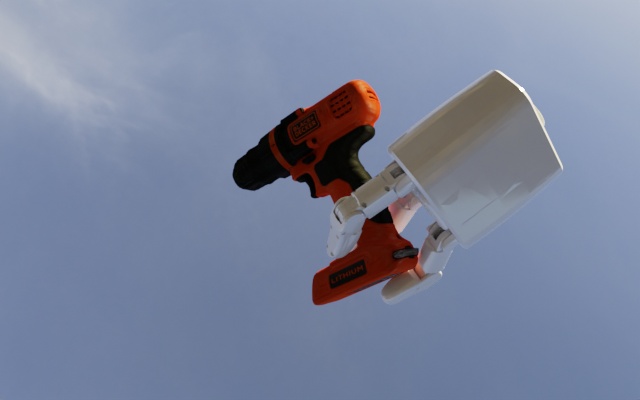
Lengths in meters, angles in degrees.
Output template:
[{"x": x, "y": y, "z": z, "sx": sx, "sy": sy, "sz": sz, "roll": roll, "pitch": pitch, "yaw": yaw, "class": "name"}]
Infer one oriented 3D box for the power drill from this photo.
[{"x": 0.000, "y": 0.002, "z": 0.468, "sx": 0.184, "sy": 0.187, "sz": 0.057, "roll": -29, "pitch": -15, "yaw": 32, "class": "power drill"}]
